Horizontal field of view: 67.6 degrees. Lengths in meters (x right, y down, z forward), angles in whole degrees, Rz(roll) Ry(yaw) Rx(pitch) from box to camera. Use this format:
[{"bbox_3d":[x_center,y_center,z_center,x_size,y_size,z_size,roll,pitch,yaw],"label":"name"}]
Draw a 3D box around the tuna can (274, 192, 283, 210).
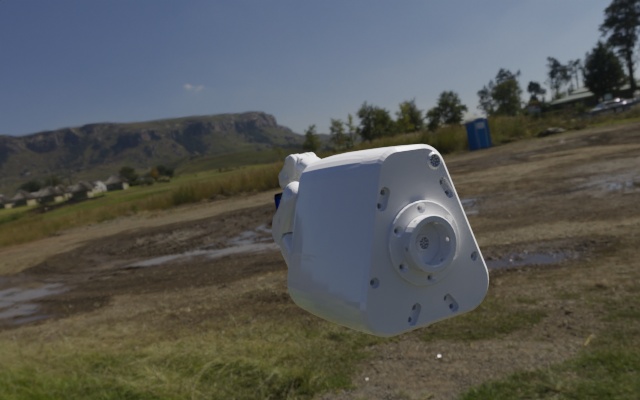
[{"bbox_3d":[0.000,0.001,0.452,0.086,0.034,0.086,-13,1,0],"label":"tuna can"}]
